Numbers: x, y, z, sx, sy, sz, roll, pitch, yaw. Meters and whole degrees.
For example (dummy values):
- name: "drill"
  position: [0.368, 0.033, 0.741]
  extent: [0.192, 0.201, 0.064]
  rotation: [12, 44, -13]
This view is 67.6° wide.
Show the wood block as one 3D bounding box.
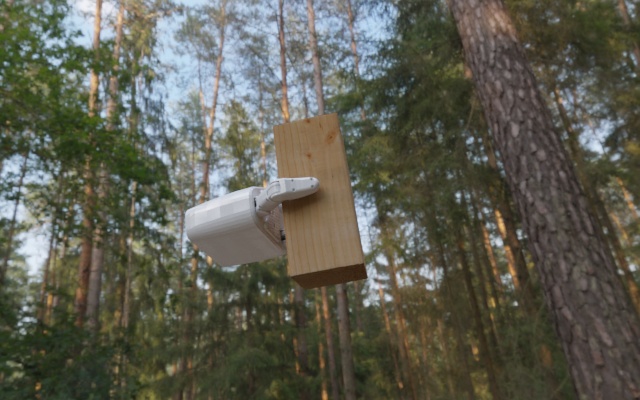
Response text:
- name: "wood block"
  position: [0.000, 0.002, 0.631]
  extent: [0.090, 0.206, 0.091]
  rotation: [-11, -21, 6]
